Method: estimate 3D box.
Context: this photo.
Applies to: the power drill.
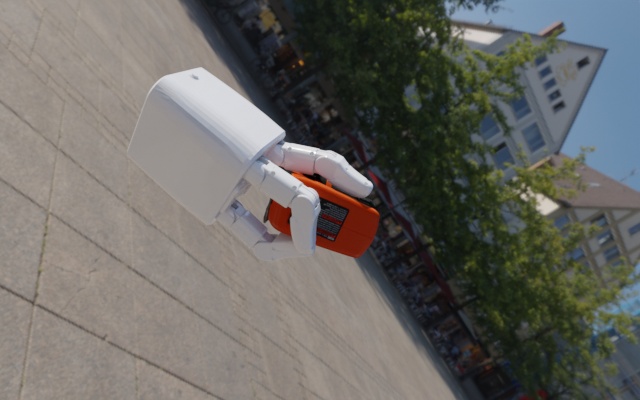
[{"bbox_3d":[0.000,0.002,0.535,0.184,0.057,0.187,20,8,-16],"label":"power drill"}]
